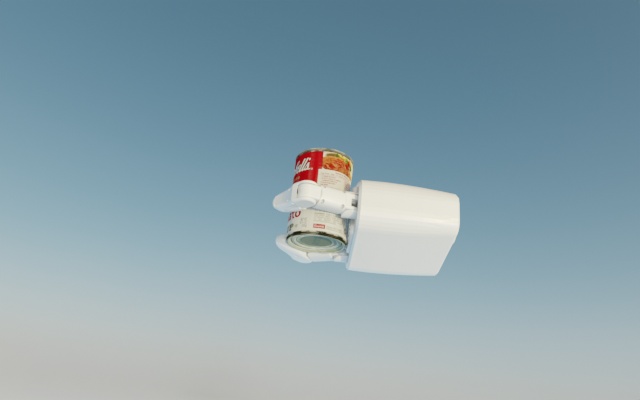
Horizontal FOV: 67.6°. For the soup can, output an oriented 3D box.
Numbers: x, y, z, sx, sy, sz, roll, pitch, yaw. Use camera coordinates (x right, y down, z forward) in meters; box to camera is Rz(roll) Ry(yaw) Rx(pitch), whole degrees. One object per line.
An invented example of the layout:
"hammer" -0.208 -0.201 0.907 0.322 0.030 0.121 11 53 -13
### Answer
"soup can" 0.000 0.002 0.537 0.068 0.102 0.068 5 -23 2
